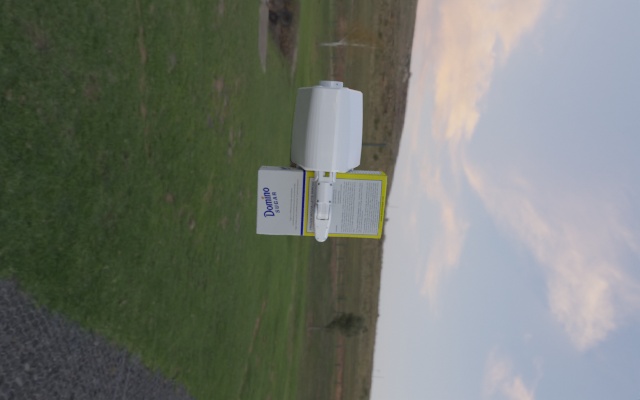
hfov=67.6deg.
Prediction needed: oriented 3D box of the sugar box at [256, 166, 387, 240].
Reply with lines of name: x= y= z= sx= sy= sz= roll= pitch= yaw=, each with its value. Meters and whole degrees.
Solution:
sugar box: x=0.000 y=0.002 z=0.670 sx=0.176 sy=0.093 sz=0.048 roll=4 pitch=11 yaw=-1
